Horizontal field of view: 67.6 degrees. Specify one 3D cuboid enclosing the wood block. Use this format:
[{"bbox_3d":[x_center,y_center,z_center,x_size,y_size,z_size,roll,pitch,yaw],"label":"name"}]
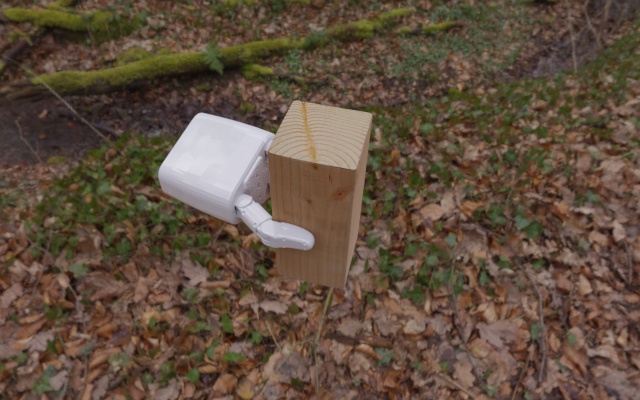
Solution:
[{"bbox_3d":[0.000,0.002,0.552,0.090,0.090,0.206,12,-42,10],"label":"wood block"}]
